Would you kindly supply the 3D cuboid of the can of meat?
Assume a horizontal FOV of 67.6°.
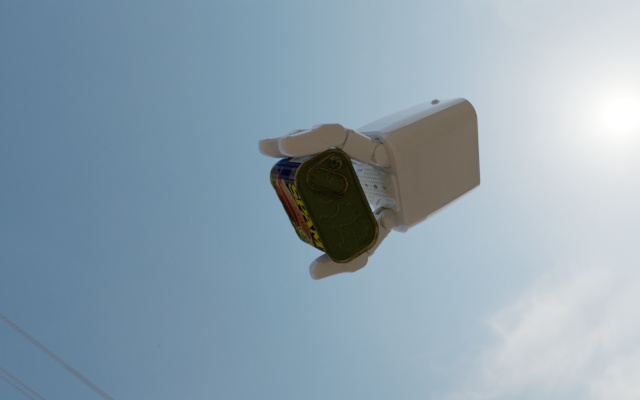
[{"bbox_3d":[0.000,0.002,0.461,0.057,0.102,0.084,-30,17,-18],"label":"can of meat"}]
